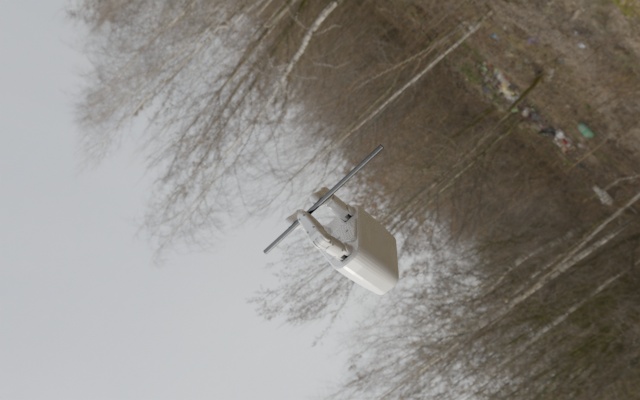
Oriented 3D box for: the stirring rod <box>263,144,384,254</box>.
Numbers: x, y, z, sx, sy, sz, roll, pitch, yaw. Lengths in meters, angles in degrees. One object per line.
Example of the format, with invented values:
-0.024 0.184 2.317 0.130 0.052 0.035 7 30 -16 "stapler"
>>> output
0.000 0.002 0.695 0.239 0.011 0.011 -42 -15 18 "stirring rod"
